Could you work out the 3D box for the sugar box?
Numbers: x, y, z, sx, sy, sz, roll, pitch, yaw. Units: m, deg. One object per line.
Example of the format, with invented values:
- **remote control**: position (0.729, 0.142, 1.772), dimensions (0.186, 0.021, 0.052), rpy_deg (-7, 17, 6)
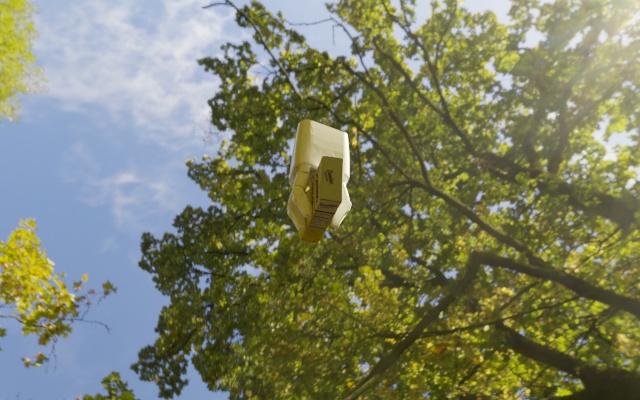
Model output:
- **sugar box**: position (0.000, 0.003, 0.886), dimensions (0.048, 0.093, 0.176), rpy_deg (8, -31, -8)
